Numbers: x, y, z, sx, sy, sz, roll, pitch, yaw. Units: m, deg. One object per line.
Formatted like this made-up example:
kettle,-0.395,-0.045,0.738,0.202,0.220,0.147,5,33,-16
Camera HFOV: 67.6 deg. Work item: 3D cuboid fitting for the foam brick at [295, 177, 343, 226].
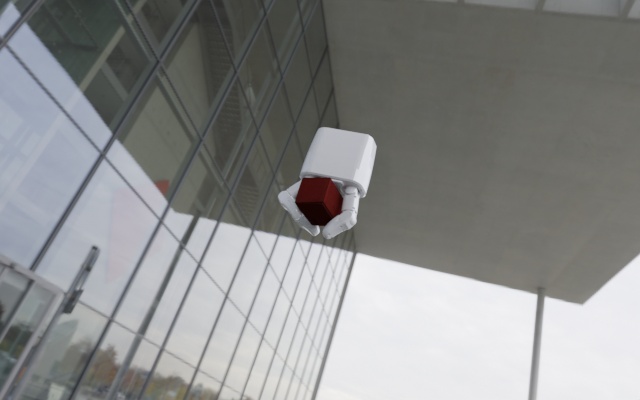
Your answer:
foam brick,0.000,0.003,0.796,0.053,0.051,0.078,2,-31,25
